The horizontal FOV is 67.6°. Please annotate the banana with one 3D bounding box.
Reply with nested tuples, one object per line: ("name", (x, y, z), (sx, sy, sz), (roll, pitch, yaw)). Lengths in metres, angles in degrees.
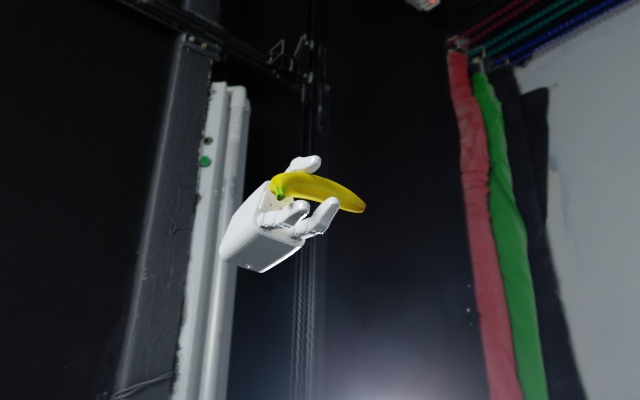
("banana", (-0.011, -0.011, 0.716), (0.198, 0.069, 0.037), (6, -48, -48))
